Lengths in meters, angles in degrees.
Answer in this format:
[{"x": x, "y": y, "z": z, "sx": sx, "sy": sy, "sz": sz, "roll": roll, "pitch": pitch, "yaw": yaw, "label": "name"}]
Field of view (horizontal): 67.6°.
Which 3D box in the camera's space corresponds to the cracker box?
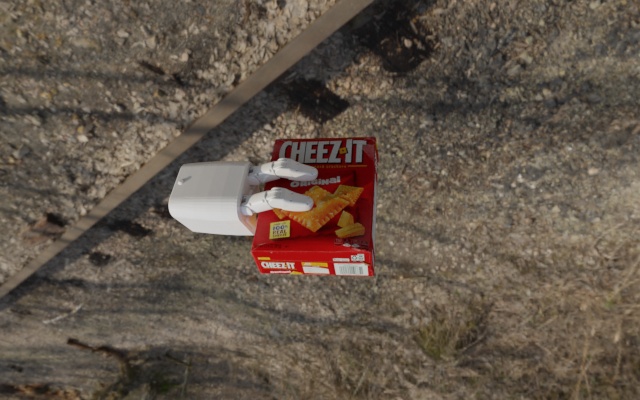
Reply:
[{"x": 0.000, "y": 0.003, "z": 0.706, "sx": 0.164, "sy": 0.213, "sz": 0.072, "roll": 0, "pitch": -37, "yaw": 9, "label": "cracker box"}]
